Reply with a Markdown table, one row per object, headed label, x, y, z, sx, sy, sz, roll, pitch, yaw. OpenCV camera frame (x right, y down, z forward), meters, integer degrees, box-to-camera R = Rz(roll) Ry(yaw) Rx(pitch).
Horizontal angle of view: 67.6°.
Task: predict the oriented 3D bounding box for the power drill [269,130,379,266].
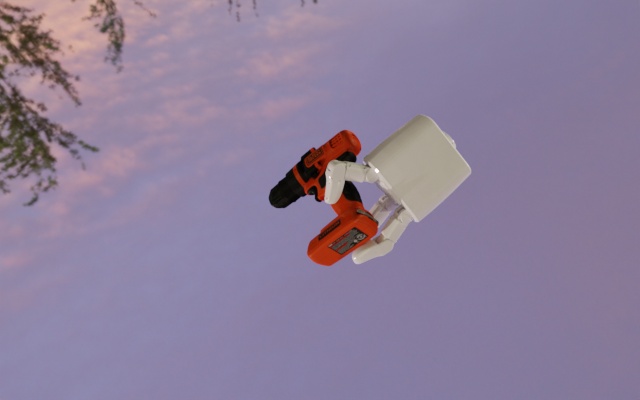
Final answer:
| label | x | y | z | sx | sy | sz | roll | pitch | yaw |
| --- | --- | --- | --- | --- | --- | --- | --- | --- | --- |
| power drill | 0.000 | 0.003 | 0.725 | 0.184 | 0.187 | 0.057 | -38 | -44 | 23 |
